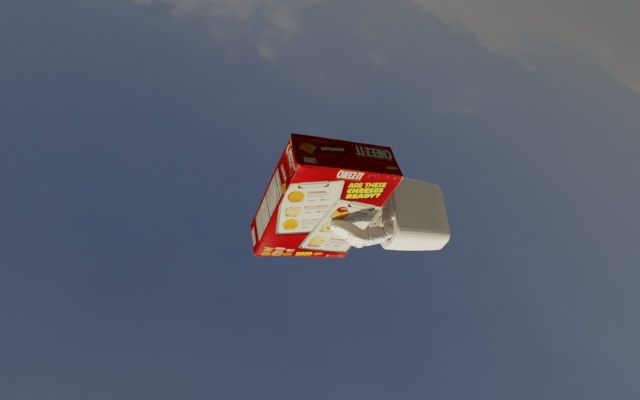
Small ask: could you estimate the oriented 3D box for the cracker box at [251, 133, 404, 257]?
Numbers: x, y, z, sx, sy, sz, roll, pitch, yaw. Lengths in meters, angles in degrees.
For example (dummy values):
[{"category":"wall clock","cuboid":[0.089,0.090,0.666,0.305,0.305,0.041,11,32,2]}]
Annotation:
[{"category":"cracker box","cuboid":[0.000,0.003,0.732,0.164,0.072,0.214,4,-41,-25]}]
